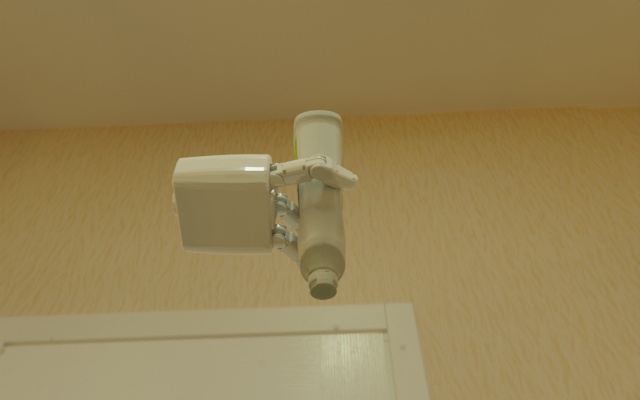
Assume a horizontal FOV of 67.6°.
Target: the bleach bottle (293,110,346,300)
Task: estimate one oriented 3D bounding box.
[{"bbox_3d":[0.000,0.002,0.574,0.068,0.103,0.250,-2,43,0],"label":"bleach bottle"}]
